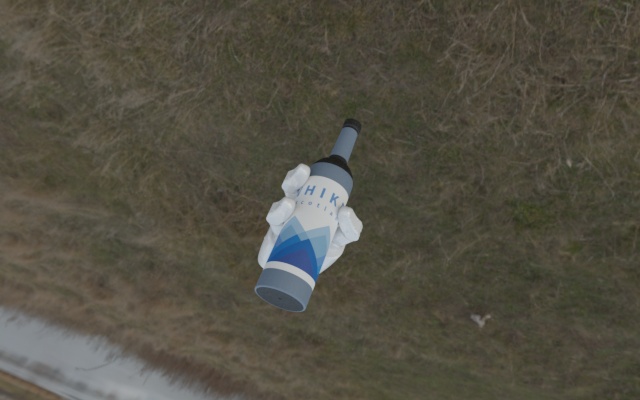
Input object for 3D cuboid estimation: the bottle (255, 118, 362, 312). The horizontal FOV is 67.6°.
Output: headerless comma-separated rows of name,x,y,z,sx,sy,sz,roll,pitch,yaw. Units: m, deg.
bottle,0.000,0.002,0.649,0.069,0.295,0.069,17,-31,10
